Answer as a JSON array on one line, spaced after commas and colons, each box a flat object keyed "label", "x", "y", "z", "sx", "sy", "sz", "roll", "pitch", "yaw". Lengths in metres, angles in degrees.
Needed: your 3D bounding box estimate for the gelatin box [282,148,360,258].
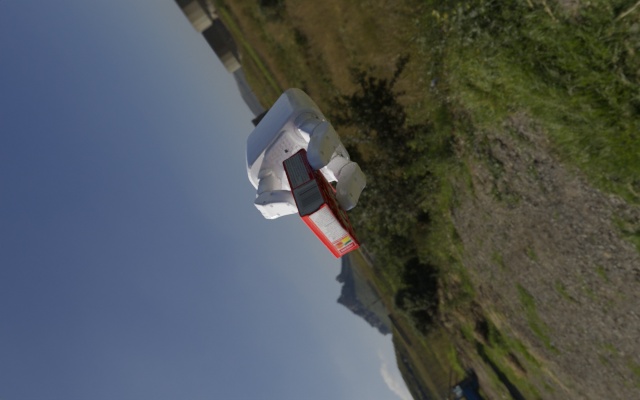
[{"label": "gelatin box", "x": 0.000, "y": 0.002, "z": 0.467, "sx": 0.030, "sy": 0.089, "sz": 0.073, "roll": -31, "pitch": -48, "yaw": 8}]
